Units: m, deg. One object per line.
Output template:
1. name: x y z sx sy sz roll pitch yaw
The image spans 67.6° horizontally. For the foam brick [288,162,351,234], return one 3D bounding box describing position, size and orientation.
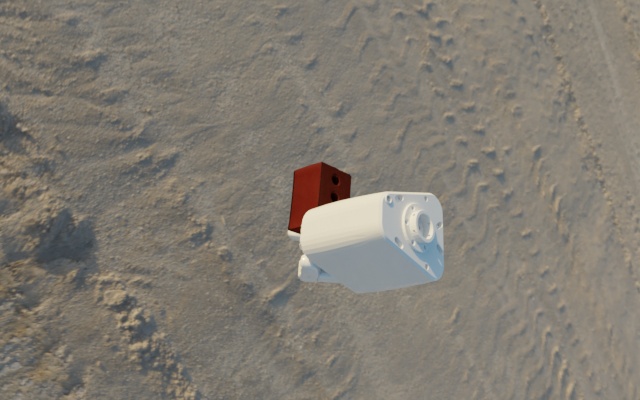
1. foam brick: 0.000 0.002 0.567 0.053 0.078 0.051 21 -27 -38
